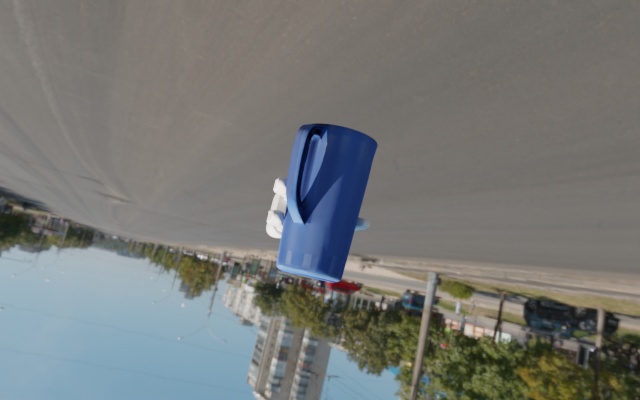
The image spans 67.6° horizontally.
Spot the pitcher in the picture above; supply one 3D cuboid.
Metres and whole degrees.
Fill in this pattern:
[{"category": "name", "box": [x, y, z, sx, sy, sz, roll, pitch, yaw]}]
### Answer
[{"category": "pitcher", "box": [0.000, 0.003, 0.774, 0.149, 0.242, 0.145, 15, -10, -14]}]
